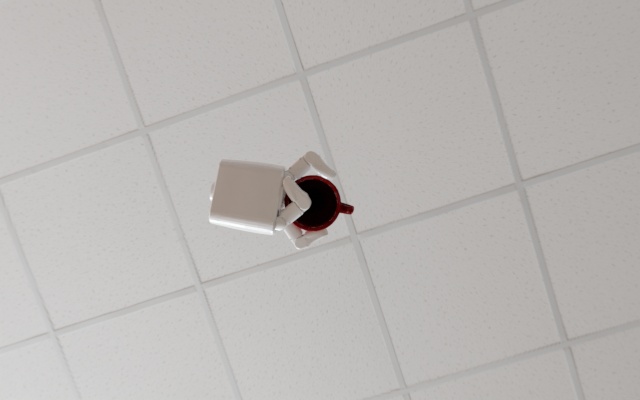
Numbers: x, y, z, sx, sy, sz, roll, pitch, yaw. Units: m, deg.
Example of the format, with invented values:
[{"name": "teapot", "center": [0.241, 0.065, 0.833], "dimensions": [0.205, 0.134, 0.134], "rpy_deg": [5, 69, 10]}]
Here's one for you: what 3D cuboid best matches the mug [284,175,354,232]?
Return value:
[{"name": "mug", "center": [0.002, 0.003, 0.816], "dimensions": [0.117, 0.093, 0.081], "rpy_deg": [10, 7, 0]}]
